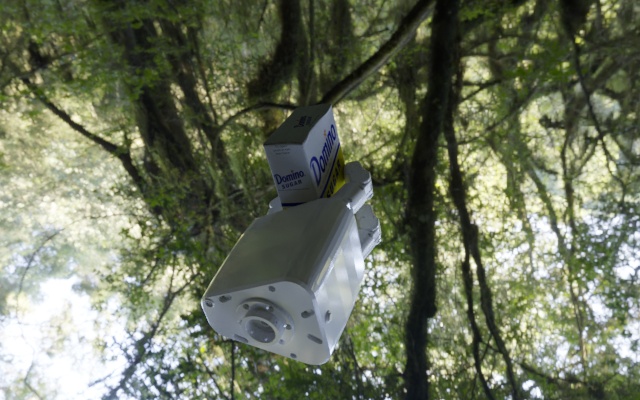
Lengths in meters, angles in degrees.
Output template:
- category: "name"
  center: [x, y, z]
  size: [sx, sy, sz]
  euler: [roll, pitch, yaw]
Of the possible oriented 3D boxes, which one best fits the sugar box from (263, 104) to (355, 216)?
- category: "sugar box"
  center: [0.001, 0.002, 0.484]
  size: [0.048, 0.176, 0.093]
  euler: [-1, 32, 20]
